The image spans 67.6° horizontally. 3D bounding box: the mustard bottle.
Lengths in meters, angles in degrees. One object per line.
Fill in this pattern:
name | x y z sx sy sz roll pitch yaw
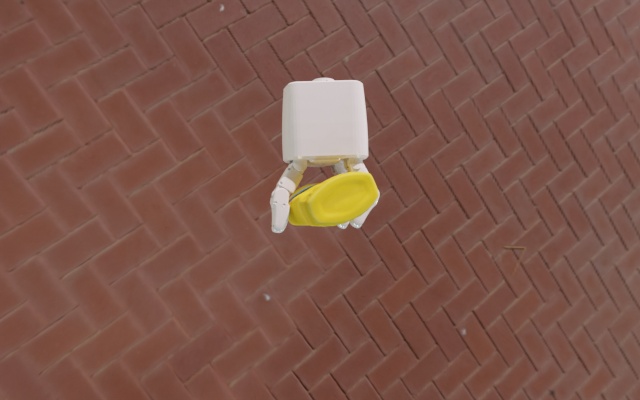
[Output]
mustard bottle | 0.000 0.002 0.663 0.096 0.058 0.191 -26 5 -17
